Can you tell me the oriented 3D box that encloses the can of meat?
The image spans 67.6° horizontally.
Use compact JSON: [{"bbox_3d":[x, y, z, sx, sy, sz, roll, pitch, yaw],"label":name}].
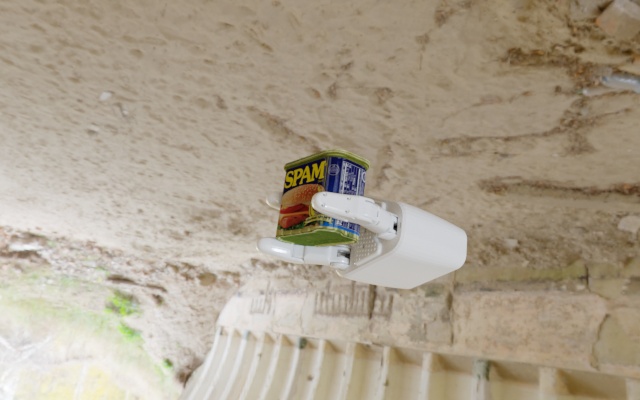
[{"bbox_3d":[0.000,0.002,0.501,0.057,0.084,0.102,20,-20,-36],"label":"can of meat"}]
